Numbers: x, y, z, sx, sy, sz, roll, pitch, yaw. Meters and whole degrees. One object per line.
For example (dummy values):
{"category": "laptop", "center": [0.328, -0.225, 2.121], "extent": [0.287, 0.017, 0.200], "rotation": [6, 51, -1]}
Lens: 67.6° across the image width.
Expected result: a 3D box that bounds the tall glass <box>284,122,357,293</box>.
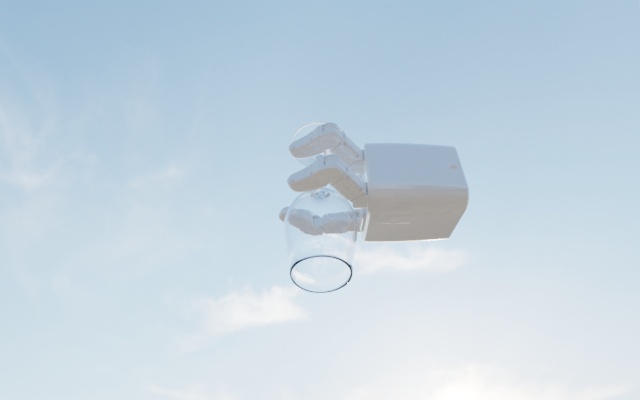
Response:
{"category": "tall glass", "center": [0.000, 0.001, 0.533], "extent": [0.079, 0.200, 0.079], "rotation": [0, -44, 0]}
